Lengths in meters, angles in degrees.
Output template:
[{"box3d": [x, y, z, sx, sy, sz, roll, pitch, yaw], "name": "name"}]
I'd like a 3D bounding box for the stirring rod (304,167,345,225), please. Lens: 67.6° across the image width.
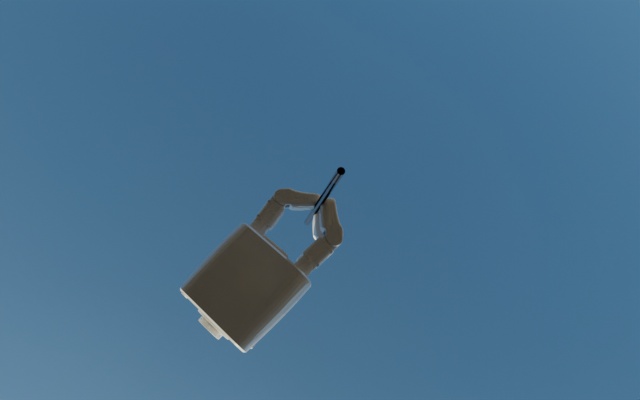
[{"box3d": [0.000, 0.002, 0.567, 0.011, 0.011, 0.239, 0, -14, -10], "name": "stirring rod"}]
